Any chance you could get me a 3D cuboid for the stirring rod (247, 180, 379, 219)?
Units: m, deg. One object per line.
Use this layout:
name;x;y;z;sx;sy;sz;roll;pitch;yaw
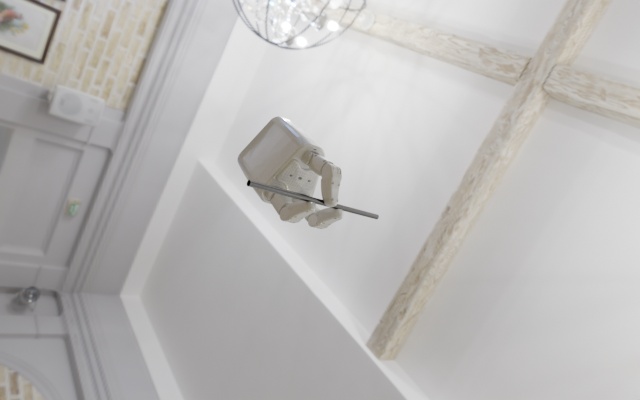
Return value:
stirring rod;0.000;0.002;0.655;0.239;0.011;0.011;15;-10;-42
